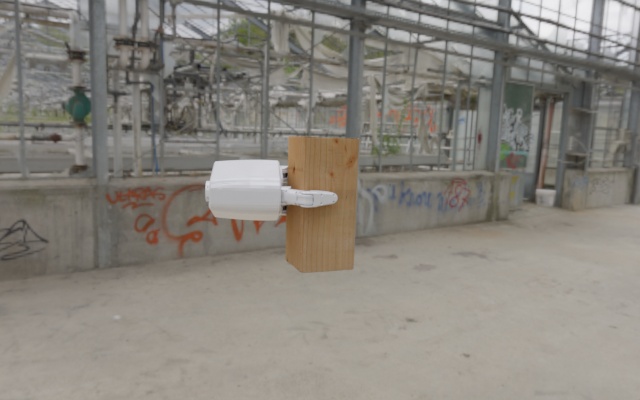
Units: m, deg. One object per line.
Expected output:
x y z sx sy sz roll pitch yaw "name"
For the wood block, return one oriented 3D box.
0.000 0.002 0.764 0.090 0.206 0.091 -1 8 -21 "wood block"
